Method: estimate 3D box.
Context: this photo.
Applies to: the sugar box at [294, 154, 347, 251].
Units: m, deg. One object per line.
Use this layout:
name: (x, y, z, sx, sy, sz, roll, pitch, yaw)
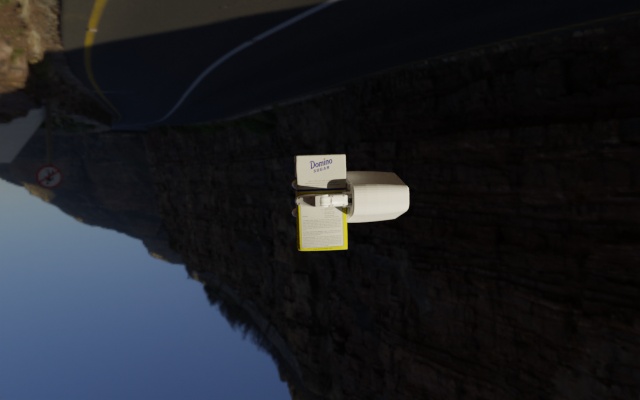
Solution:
sugar box: (0.000, 0.003, 0.885, 0.093, 0.176, 0.048, -2, 4, -8)
